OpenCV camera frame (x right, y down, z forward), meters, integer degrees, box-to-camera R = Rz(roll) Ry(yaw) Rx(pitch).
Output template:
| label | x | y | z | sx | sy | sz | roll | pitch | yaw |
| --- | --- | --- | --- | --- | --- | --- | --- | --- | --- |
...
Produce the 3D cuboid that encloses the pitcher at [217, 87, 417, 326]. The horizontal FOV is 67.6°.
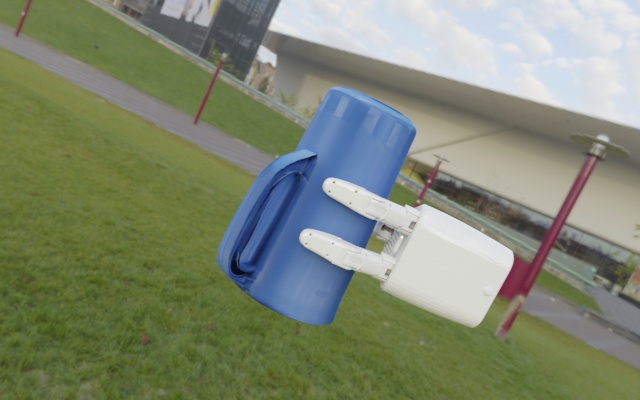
| label | x | y | z | sx | sy | sz | roll | pitch | yaw |
| --- | --- | --- | --- | --- | --- | --- | --- | --- | --- |
| pitcher | 0.000 | 0.002 | 0.525 | 0.145 | 0.243 | 0.149 | 26 | 6 | -2 |
